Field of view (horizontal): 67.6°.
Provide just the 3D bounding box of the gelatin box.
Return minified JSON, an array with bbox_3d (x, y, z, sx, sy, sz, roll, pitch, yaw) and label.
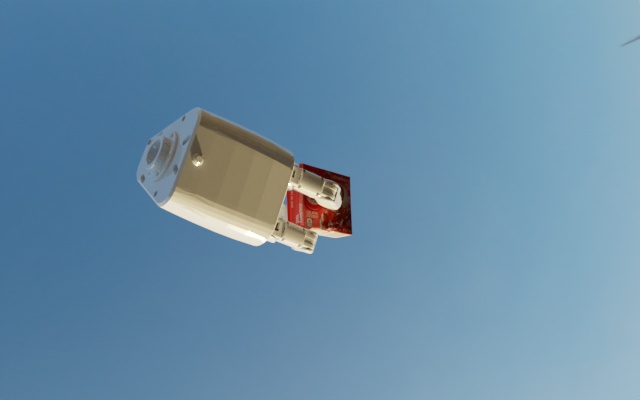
[{"bbox_3d":[0.000,0.002,0.553,0.030,0.073,0.089,-12,-16,39],"label":"gelatin box"}]
